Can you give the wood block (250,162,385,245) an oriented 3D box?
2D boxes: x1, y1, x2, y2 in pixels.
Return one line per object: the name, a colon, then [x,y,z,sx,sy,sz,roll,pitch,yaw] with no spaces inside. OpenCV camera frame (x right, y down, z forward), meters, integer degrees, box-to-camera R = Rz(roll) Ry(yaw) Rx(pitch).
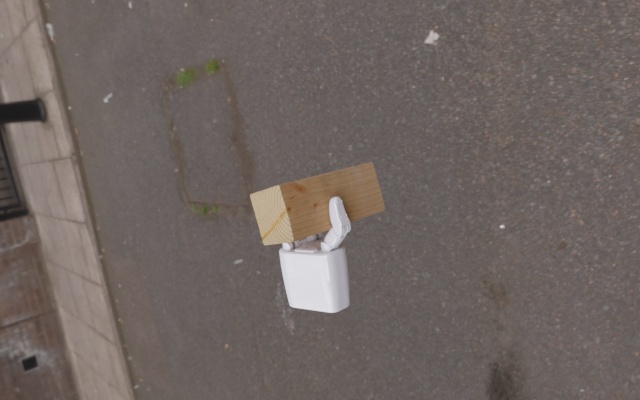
wood block: [0.000,0.003,0.807,0.206,0.090,0.091,-16,2,-39]
